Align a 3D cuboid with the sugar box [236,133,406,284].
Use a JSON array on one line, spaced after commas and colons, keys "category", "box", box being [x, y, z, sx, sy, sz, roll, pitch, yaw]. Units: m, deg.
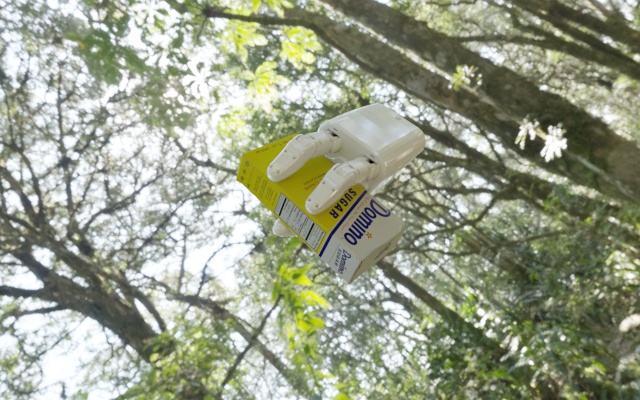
[{"category": "sugar box", "box": [0.000, 0.001, 0.525, 0.176, 0.048, 0.093, 39, 42, 20]}]
